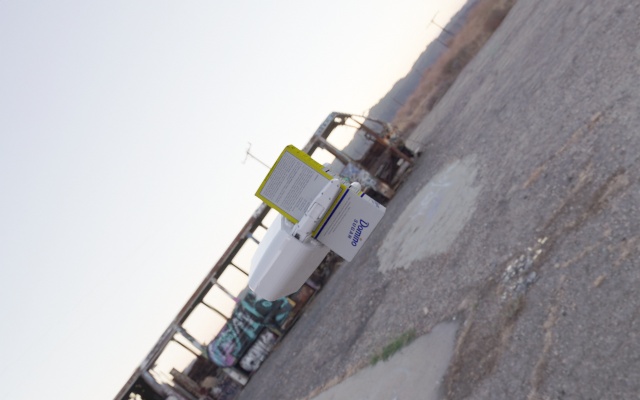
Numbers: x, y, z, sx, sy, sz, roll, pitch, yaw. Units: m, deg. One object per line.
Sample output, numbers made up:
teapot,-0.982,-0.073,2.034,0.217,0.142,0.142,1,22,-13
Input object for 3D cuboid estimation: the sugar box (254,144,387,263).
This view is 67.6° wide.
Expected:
sugar box,0.000,0.002,0.708,0.176,0.093,0.048,35,15,2
